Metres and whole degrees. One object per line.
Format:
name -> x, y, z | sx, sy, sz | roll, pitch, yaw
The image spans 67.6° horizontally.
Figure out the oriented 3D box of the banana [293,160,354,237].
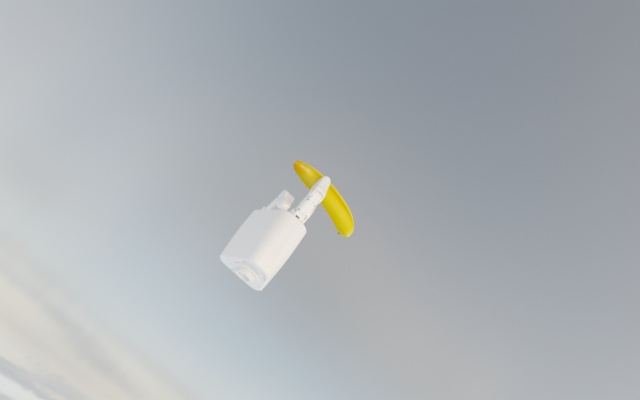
banana -> 0.015, 0.007, 0.872 | 0.069, 0.198, 0.037 | 6, 49, 42
